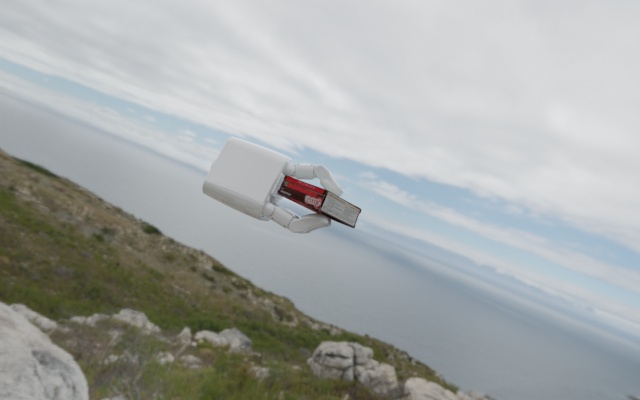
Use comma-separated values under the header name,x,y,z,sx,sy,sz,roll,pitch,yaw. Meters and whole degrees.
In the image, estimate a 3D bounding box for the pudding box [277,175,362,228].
name,x,y,z,sx,sy,sz,roll,pitch,yaw
pudding box,0.000,0.002,0.758,0.090,0.039,0.113,23,-1,36
